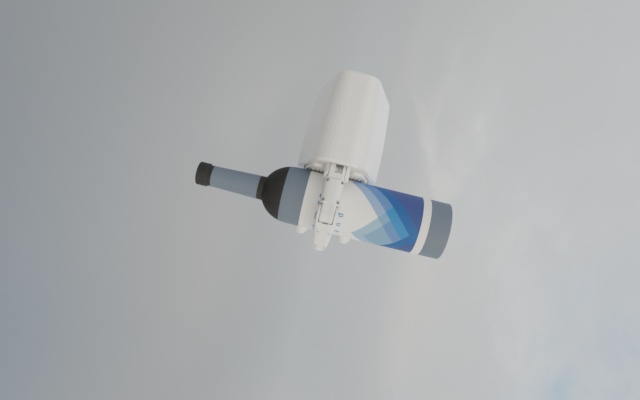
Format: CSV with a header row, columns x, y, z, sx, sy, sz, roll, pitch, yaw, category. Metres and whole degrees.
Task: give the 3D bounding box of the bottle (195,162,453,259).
x,y,z,sx,sy,sz,roll,pitch,yaw,category
0.000,0.002,0.559,0.296,0.069,0.069,14,0,1,bottle
